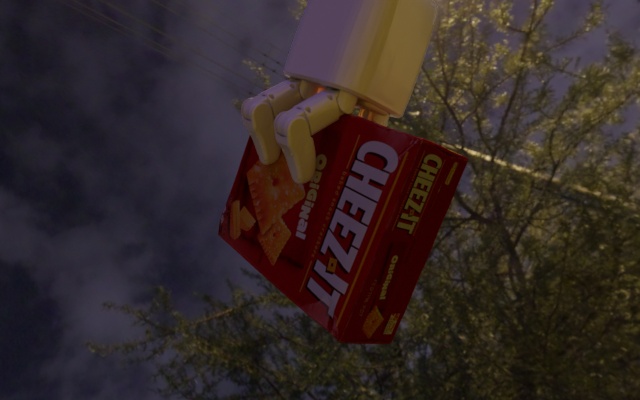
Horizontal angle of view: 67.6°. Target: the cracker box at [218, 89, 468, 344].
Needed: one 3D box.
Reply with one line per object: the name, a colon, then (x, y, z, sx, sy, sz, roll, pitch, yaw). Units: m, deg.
cracker box: (0.000, 0.001, 0.433, 0.072, 0.164, 0.213, 13, 11, -41)
